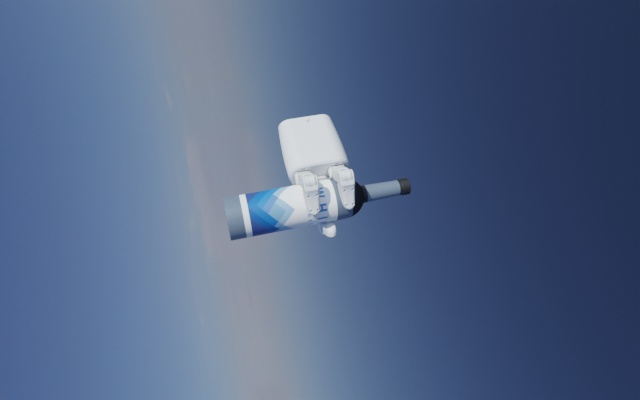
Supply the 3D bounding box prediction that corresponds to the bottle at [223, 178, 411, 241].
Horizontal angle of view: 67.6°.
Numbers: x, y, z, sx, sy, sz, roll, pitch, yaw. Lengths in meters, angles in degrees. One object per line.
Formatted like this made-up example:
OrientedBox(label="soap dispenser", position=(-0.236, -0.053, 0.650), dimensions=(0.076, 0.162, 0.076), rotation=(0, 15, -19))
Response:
OrientedBox(label="bottle", position=(0.000, 0.003, 0.753), dimensions=(0.296, 0.069, 0.069), rotation=(-10, 2, -10))
